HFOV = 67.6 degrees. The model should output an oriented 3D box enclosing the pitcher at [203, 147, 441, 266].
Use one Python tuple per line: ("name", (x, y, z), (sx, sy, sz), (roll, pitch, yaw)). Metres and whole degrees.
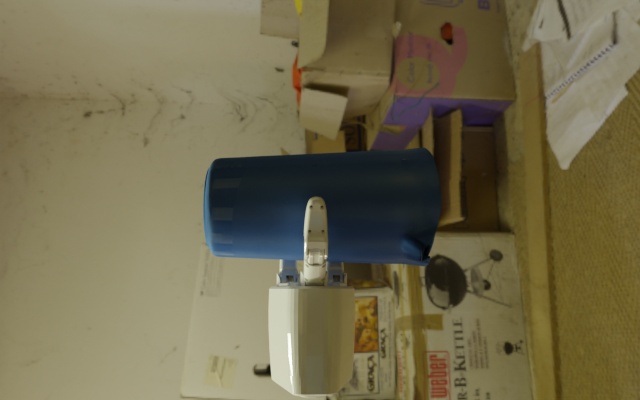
("pitcher", (0.000, 0.002, 0.538), (0.243, 0.145, 0.149), (0, -9, -4))
